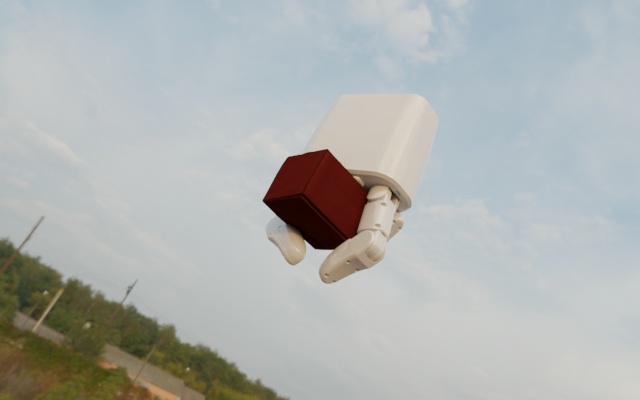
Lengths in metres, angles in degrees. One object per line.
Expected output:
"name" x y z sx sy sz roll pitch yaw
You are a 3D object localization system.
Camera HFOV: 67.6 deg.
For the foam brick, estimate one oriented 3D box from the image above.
"foam brick" 0.000 0.001 0.412 0.053 0.051 0.078 -5 -40 45
